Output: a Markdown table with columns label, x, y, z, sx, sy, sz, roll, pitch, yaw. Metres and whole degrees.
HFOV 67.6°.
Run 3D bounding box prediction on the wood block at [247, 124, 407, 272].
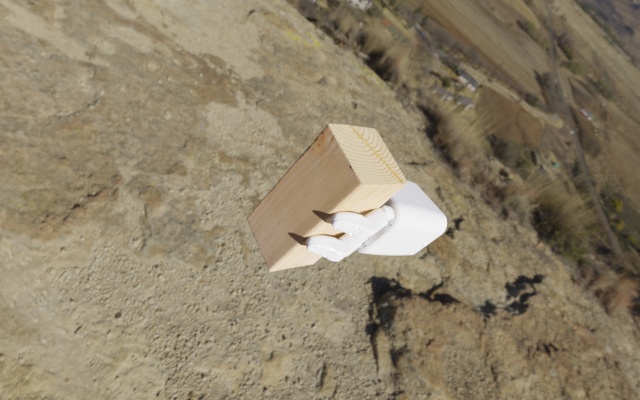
| label | x | y | z | sx | sy | sz | roll | pitch | yaw |
| --- | --- | --- | --- | --- | --- | --- | --- | --- | --- |
| wood block | 0.000 | 0.002 | 0.632 | 0.090 | 0.090 | 0.206 | -3 | -32 | -44 |
